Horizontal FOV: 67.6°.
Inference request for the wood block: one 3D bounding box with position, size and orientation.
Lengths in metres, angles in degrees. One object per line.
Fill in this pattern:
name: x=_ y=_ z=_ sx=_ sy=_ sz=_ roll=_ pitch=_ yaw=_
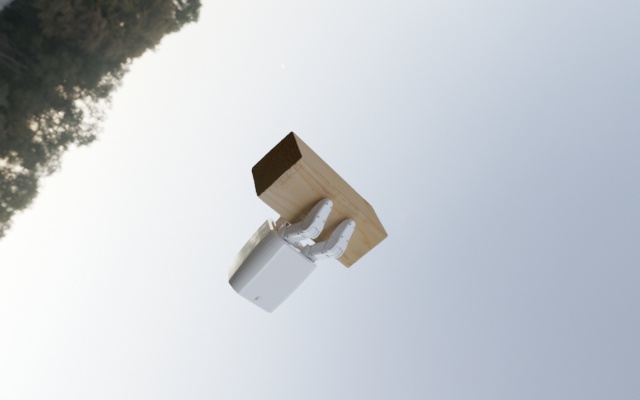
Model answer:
wood block: x=0.000 y=0.003 z=0.742 sx=0.206 sy=0.090 sz=0.090 roll=41 pitch=14 yaw=-32
